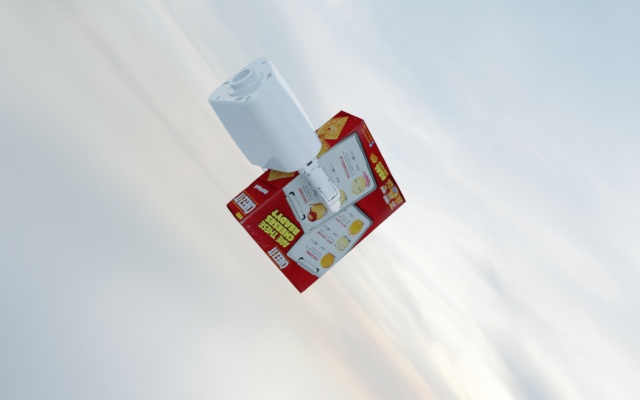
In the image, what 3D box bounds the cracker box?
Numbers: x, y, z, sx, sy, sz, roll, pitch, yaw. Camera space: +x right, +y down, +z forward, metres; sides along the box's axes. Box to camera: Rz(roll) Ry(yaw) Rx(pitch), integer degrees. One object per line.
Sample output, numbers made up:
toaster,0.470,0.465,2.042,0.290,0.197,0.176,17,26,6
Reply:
cracker box,0.000,0.002,0.684,0.213,0.164,0.072,-40,36,-8
